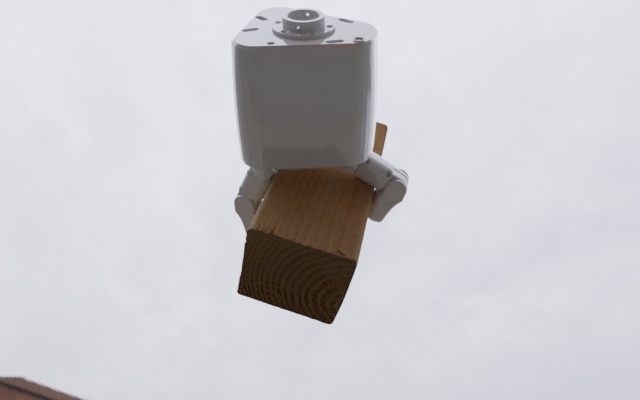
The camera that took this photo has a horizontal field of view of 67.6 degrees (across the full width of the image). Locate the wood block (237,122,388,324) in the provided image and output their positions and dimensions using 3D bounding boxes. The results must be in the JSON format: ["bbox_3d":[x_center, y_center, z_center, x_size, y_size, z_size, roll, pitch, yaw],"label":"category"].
[{"bbox_3d":[0.000,0.001,0.466,0.091,0.090,0.206,18,42,2],"label":"wood block"}]
